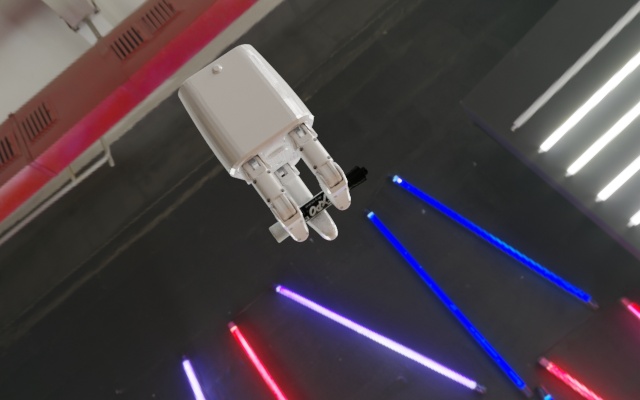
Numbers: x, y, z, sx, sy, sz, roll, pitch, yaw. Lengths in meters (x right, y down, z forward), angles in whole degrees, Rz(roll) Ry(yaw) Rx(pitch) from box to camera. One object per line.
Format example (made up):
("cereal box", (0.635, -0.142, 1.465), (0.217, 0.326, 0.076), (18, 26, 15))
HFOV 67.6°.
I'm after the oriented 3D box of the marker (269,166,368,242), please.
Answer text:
("marker", (0.000, 0.002, 0.503), (0.121, 0.020, 0.020), (-36, 6, -8))
